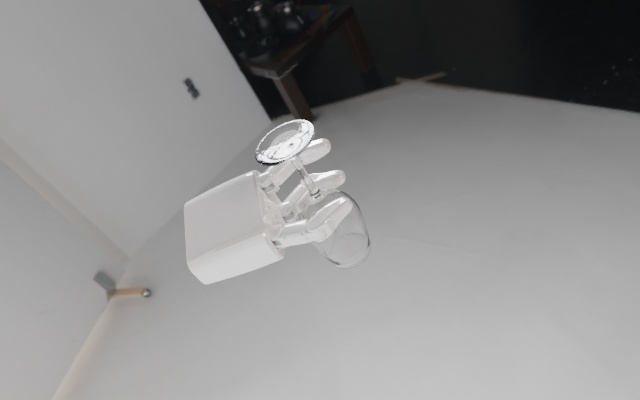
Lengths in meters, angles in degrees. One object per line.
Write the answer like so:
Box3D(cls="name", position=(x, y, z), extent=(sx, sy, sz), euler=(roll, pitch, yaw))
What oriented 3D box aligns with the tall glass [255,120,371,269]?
Box3D(cls="tall glass", position=(0.000, 0.001, 0.587), extent=(0.079, 0.079, 0.201), euler=(0, -42, 33))
